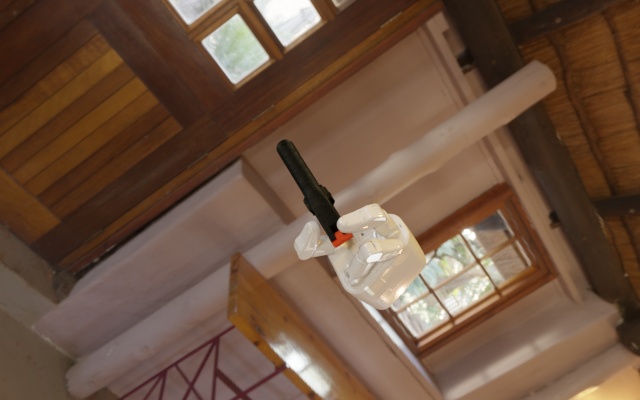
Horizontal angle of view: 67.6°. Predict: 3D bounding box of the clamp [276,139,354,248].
[{"bbox_3d":[0.001,0.002,0.645,0.039,0.171,0.120,-35,-36,9],"label":"clamp"}]
